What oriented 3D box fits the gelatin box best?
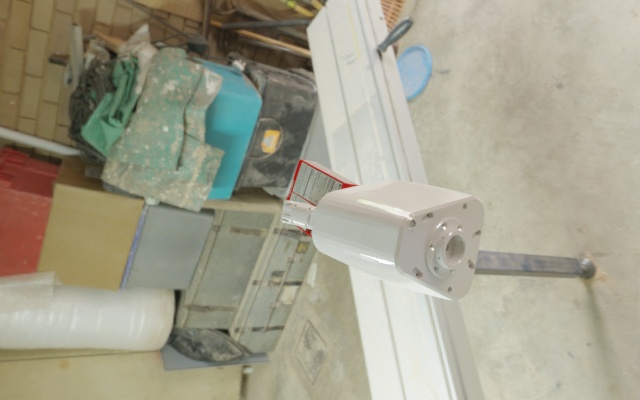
[{"bbox_3d":[0.000,0.002,0.539,0.030,0.073,0.089,7,17,-42],"label":"gelatin box"}]
